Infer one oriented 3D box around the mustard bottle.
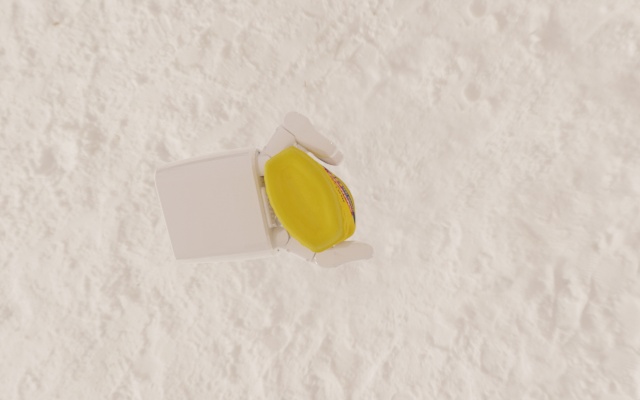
[{"bbox_3d":[0.000,0.002,0.505,0.058,0.096,0.191,-32,-7,7],"label":"mustard bottle"}]
